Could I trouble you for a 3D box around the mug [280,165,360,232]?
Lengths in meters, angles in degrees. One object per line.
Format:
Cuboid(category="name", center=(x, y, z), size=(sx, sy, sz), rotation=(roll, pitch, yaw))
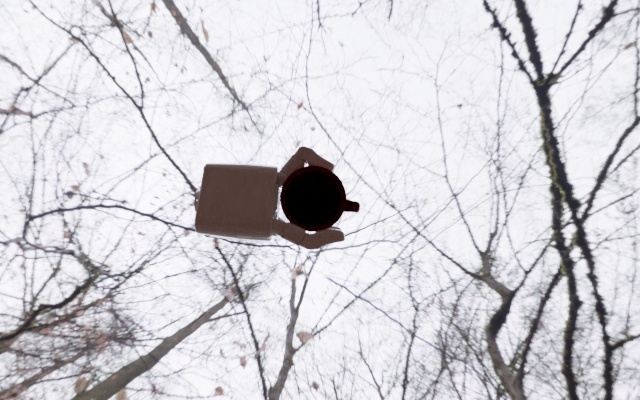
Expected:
Cuboid(category="mug", center=(0.002, 0.002, 0.705), size=(0.117, 0.093, 0.081), rotation=(6, -6, -2))
